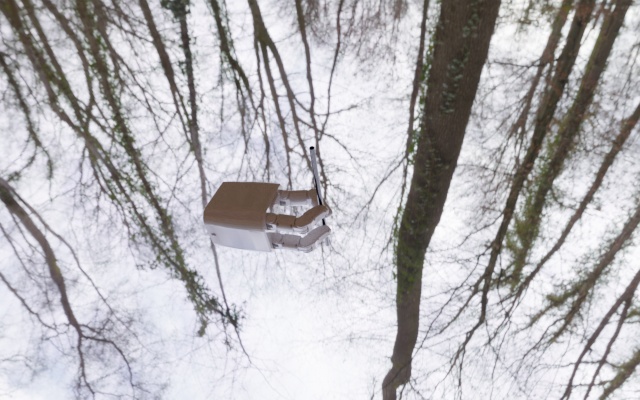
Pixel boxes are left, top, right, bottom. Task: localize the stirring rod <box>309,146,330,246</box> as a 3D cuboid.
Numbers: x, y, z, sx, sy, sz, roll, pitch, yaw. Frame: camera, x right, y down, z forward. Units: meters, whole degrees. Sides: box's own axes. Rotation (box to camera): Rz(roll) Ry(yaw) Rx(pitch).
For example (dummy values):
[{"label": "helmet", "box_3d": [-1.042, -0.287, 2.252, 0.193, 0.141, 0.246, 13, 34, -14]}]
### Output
[{"label": "stirring rod", "box_3d": [0.000, 0.002, 0.754, 0.011, 0.011, 0.240, 0, -39, 7]}]
